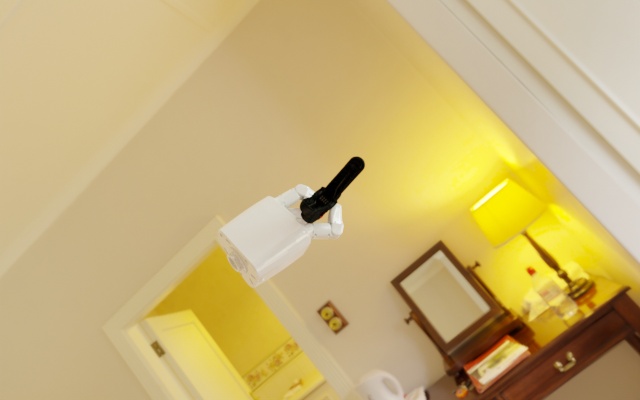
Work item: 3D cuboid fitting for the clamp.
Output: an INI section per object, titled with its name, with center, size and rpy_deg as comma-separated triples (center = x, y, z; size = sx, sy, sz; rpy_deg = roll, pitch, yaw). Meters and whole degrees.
[clamp]
center = 0.000, 0.002, 0.741
size = 0.120, 0.039, 0.171
rpy_deg = -33, -12, -26
